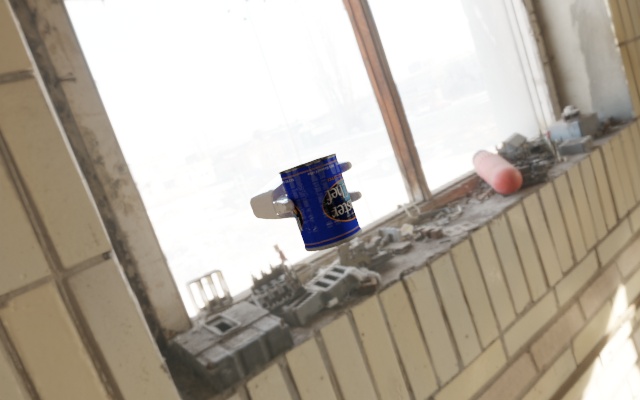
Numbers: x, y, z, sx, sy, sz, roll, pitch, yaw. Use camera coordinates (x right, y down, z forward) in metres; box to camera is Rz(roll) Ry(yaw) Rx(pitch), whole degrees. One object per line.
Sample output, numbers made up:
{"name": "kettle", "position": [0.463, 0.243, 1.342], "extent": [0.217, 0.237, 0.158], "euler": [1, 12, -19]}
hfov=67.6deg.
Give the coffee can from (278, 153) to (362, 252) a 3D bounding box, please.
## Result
{"name": "coffee can", "position": [0.000, 0.003, 0.803], "extent": [0.103, 0.140, 0.103], "euler": [-19, 6, 2]}
